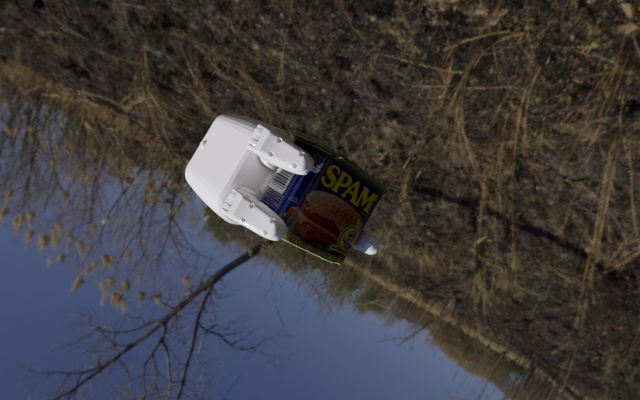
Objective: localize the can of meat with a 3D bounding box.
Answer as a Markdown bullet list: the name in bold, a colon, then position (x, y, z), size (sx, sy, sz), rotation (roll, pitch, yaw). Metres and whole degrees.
- **can of meat**: position (0.000, 0.002, 0.423), size (0.102, 0.084, 0.057), rotation (31, -1, -42)
